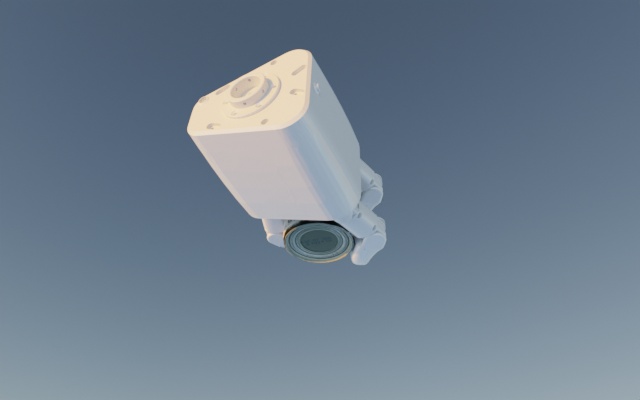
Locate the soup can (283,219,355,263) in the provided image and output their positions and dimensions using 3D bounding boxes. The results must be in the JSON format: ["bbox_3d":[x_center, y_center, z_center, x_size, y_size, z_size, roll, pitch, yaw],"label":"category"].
[{"bbox_3d":[0.000,0.002,0.471,0.068,0.102,0.069,1,-40,1],"label":"soup can"}]
